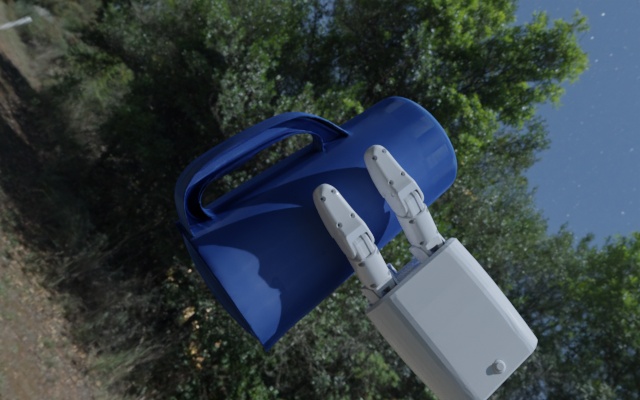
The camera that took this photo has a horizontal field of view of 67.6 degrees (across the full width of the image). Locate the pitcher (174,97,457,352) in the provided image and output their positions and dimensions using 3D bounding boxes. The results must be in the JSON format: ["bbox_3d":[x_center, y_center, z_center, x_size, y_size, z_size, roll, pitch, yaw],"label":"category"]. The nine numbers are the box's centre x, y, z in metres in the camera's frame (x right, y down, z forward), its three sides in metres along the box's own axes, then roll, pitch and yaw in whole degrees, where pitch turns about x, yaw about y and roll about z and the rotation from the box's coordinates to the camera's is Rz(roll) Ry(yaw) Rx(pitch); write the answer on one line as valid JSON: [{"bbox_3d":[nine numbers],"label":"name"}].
[{"bbox_3d":[0.000,0.002,0.428,0.243,0.145,0.149,-36,-11,-16],"label":"pitcher"}]
